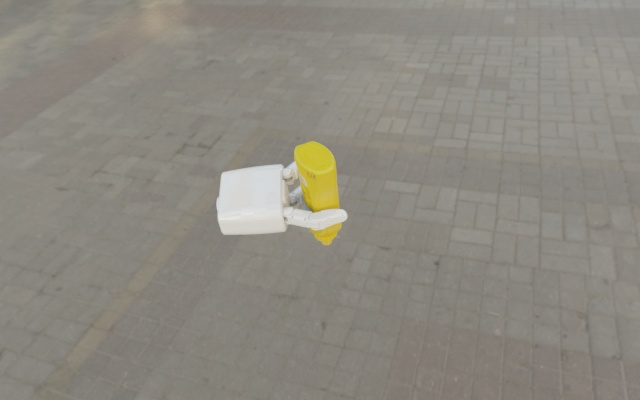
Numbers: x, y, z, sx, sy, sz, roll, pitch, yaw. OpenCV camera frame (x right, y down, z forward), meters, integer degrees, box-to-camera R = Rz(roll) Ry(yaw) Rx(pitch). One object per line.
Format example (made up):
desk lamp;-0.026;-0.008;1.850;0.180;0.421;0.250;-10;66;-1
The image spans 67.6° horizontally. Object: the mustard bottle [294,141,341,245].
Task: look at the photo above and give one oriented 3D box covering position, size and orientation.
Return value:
mustard bottle;0.000;0.002;0.809;0.058;0.192;0.096;-21;40;-15
